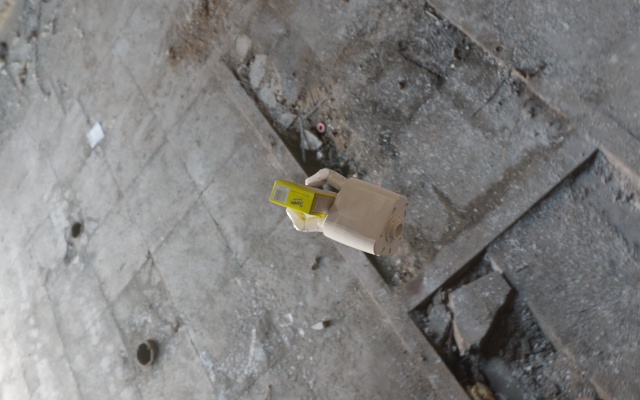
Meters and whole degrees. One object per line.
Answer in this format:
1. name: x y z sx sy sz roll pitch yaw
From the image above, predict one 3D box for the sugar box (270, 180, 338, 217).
1. sugar box: 0.000 0.003 0.875 0.093 0.048 0.176 19 3 35
